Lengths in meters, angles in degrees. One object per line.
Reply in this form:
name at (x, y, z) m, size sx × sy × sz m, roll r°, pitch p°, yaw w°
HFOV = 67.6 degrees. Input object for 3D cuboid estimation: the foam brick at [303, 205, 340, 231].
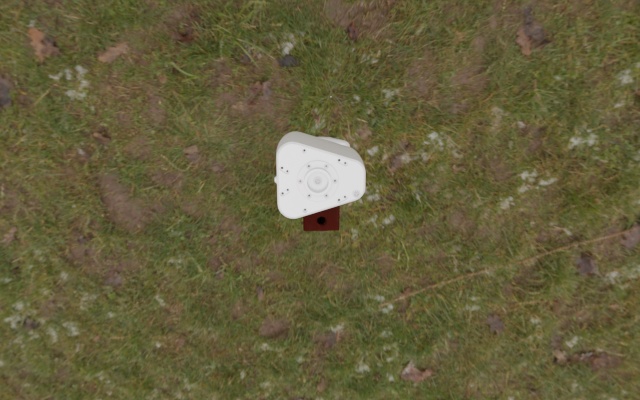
foam brick at (0.000, 0.003, 0.696) m, size 0.053 × 0.078 × 0.051 m, roll -1°, pitch 13°, yaw -3°
